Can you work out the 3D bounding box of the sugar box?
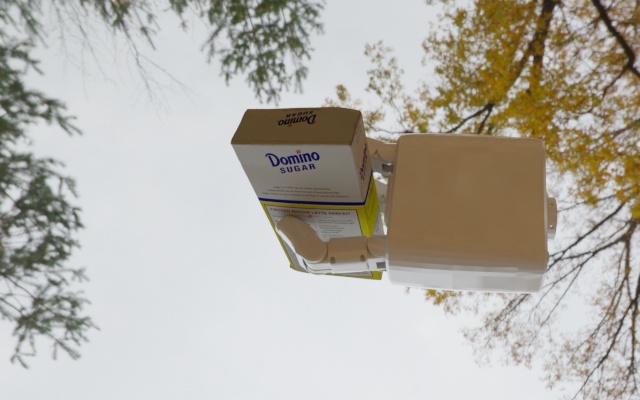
[{"bbox_3d":[0.000,0.001,0.403,0.093,0.048,0.176,3,-41,17],"label":"sugar box"}]
